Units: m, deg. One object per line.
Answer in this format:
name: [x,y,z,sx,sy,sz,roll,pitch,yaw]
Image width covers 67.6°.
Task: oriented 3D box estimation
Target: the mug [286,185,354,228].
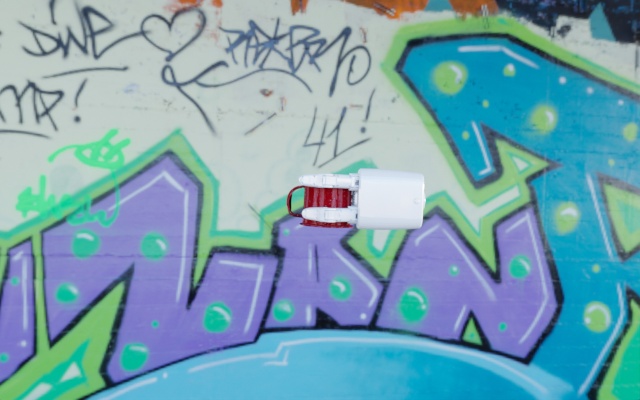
mug: [-0.001,0.002,0.822,0.117,0.081,0.093,3,1,-1]
